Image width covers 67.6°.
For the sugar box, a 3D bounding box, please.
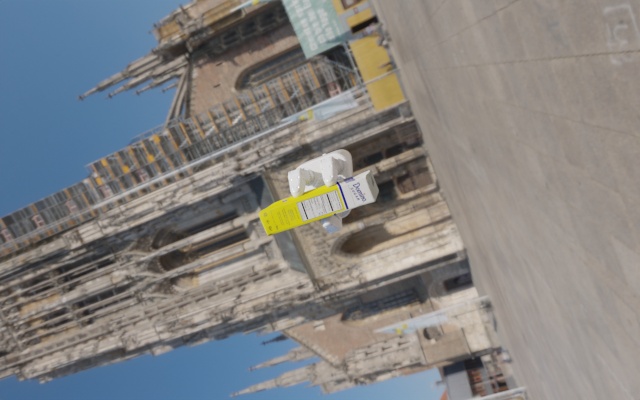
[{"bbox_3d":[0.000,0.002,0.748,0.176,0.048,0.093,-21,6,13],"label":"sugar box"}]
